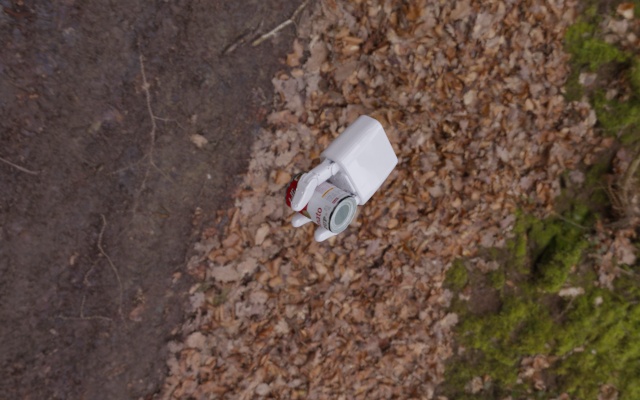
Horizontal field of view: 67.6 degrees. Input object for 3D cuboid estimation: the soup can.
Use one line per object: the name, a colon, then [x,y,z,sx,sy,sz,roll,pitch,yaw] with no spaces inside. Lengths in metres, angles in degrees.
soup can: [0.000,0.003,0.779,0.102,0.068,0.068,30,17,33]
